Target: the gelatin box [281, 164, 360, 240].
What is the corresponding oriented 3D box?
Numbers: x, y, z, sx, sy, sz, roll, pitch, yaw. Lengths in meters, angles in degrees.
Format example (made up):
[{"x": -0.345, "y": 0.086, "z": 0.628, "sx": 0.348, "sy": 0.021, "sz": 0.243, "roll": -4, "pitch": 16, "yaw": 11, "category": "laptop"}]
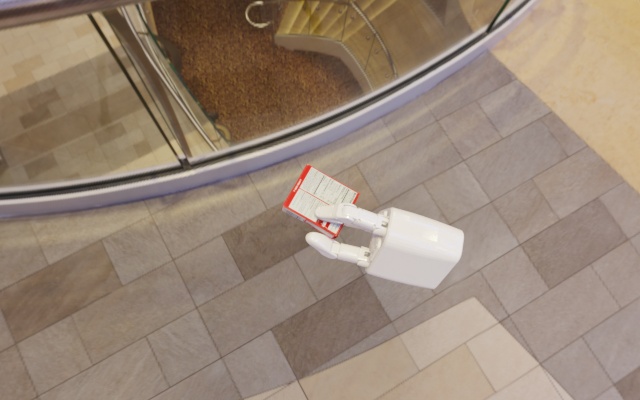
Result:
[{"x": 0.000, "y": 0.002, "z": 0.681, "sx": 0.089, "sy": 0.073, "sz": 0.030, "roll": 30, "pitch": -17, "yaw": -2, "category": "gelatin box"}]
